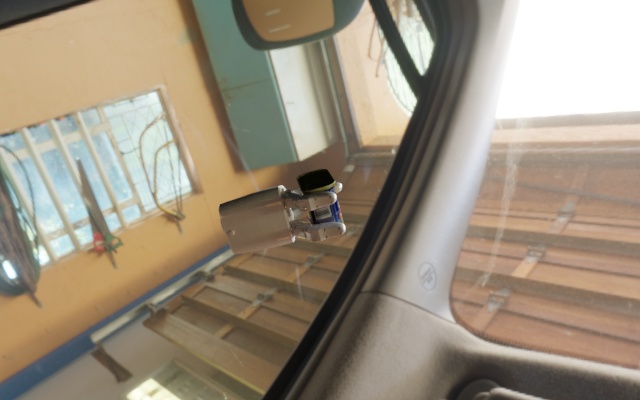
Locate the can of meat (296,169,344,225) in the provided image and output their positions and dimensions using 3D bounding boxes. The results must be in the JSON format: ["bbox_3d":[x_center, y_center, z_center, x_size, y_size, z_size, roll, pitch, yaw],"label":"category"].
[{"bbox_3d":[0.000,0.003,0.804,0.057,0.084,0.102,-16,20,-4],"label":"can of meat"}]
